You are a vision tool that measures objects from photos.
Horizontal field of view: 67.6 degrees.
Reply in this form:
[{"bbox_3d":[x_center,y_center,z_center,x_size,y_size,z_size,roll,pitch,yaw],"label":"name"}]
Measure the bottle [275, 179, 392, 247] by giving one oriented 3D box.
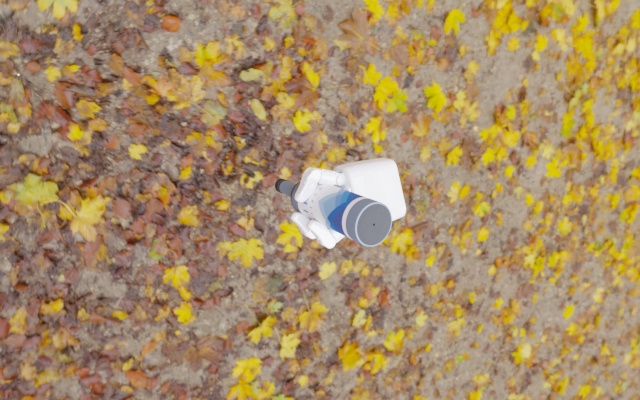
[{"bbox_3d":[0.000,0.003,0.802,0.069,0.069,0.295,0,13,-32],"label":"bottle"}]
